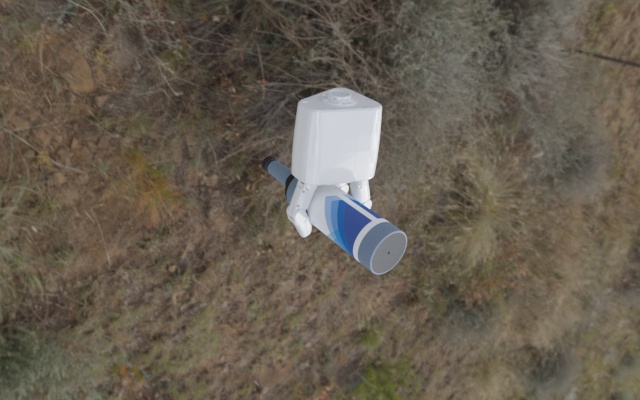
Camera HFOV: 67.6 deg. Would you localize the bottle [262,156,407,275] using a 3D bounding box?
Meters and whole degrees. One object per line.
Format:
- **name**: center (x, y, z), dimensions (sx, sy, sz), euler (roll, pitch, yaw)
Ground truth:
- **bottle**: center (0.000, 0.003, 0.715), dimensions (0.069, 0.069, 0.295), euler (0, 27, -43)
